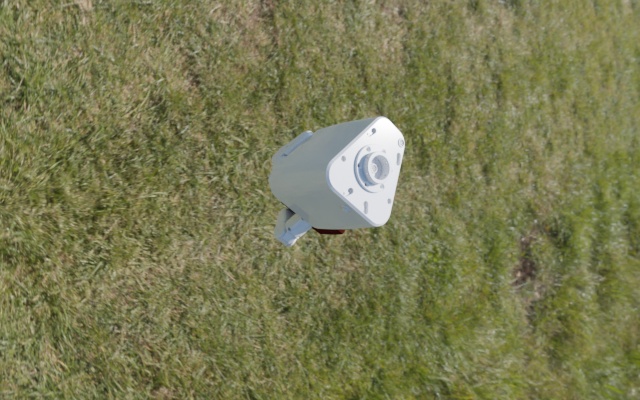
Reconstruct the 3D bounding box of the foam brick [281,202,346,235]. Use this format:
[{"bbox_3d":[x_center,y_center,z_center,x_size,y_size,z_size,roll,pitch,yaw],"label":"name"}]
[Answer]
[{"bbox_3d":[0.000,0.002,0.609,0.078,0.053,0.051,40,-25,-27],"label":"foam brick"}]
